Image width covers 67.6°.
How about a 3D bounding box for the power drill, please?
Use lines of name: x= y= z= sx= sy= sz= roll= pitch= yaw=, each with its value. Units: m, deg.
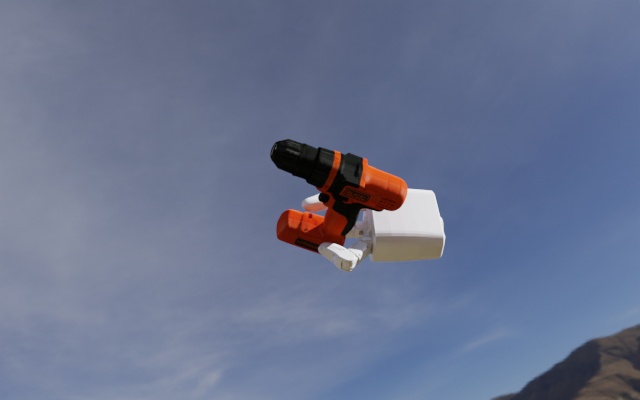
power drill: x=0.000 y=0.002 z=0.660 sx=0.184 sy=0.057 sz=0.188 roll=21 pitch=-36 yaw=-11
